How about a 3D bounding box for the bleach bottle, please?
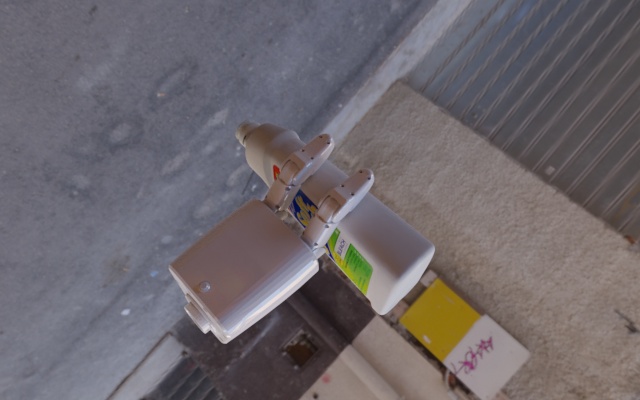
[{"bbox_3d":[0.000,0.002,0.508,0.068,0.250,0.103,-38,-23,-24],"label":"bleach bottle"}]
